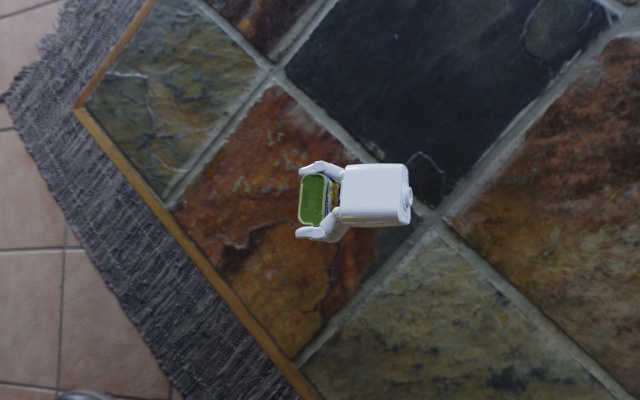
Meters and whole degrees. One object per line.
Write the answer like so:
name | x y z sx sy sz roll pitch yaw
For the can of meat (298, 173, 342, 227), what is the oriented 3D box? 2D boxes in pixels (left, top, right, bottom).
can of meat | 0.000 0.003 0.897 0.057 0.102 0.084 2 -6 23
